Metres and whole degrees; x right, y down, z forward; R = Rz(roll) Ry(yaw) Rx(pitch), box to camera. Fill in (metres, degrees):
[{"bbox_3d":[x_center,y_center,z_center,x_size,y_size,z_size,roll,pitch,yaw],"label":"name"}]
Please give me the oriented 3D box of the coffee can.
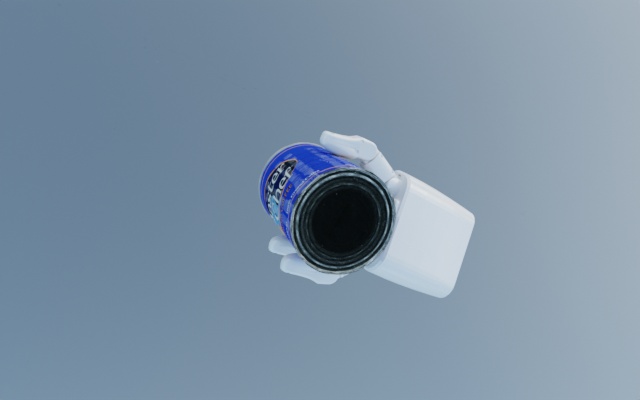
[{"bbox_3d":[0.000,0.001,0.492,0.103,0.103,0.140,0,15,-19],"label":"coffee can"}]
